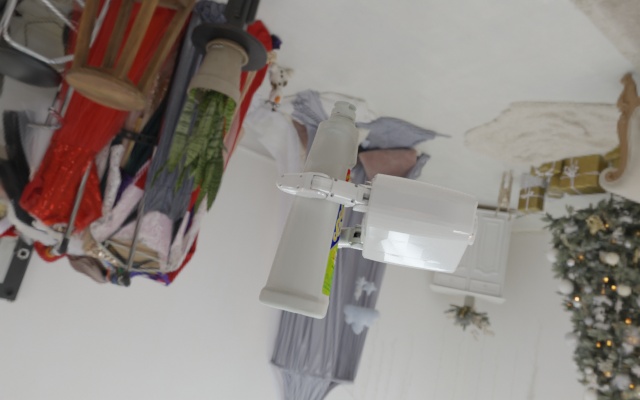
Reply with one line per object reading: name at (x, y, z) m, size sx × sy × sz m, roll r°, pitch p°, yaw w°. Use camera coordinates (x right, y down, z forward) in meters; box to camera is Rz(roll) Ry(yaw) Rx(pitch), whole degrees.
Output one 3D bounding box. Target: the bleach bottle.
bleach bottle at (0.000, 0.002, 0.542) m, size 0.068 × 0.250 × 0.102 m, roll 11°, pitch -14°, yaw 10°
